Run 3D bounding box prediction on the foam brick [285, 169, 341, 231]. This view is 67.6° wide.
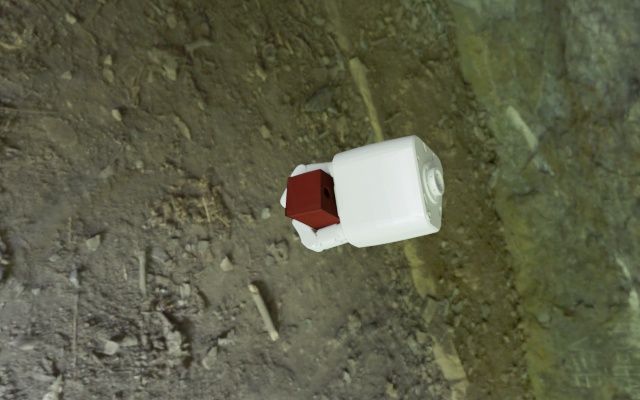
[{"bbox_3d":[0.000,0.002,0.594,0.051,0.053,0.078,-13,-25,32],"label":"foam brick"}]
